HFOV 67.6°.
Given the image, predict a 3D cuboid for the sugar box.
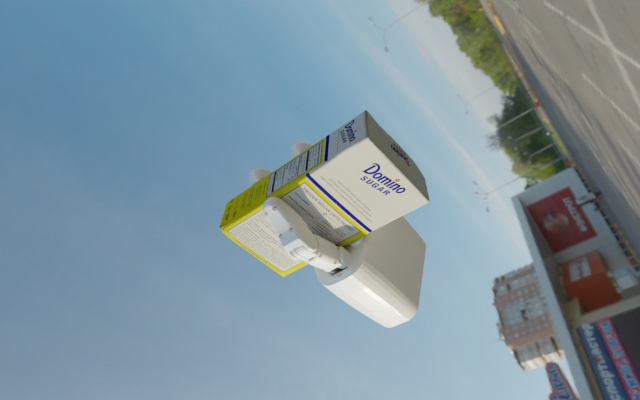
[{"bbox_3d":[0.000,0.001,0.443,0.176,0.048,0.093,-31,-55,26],"label":"sugar box"}]
